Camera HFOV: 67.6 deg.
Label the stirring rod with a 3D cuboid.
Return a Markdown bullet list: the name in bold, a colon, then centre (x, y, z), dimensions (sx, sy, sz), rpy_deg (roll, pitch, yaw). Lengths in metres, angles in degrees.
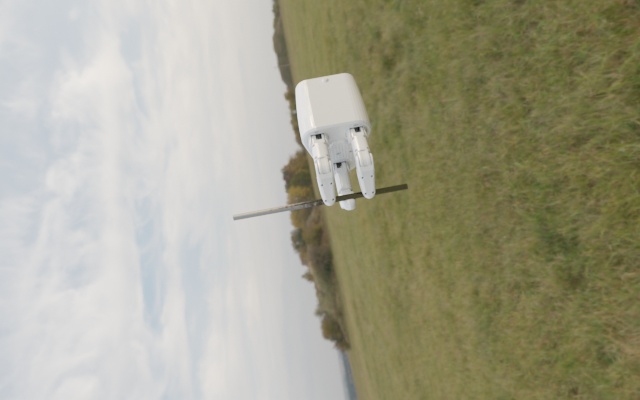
- **stirring rod**: centre (0.000, 0.002, 0.651), dimensions (0.239, 0.011, 0.011), rpy_deg (-10, 0, -1)
